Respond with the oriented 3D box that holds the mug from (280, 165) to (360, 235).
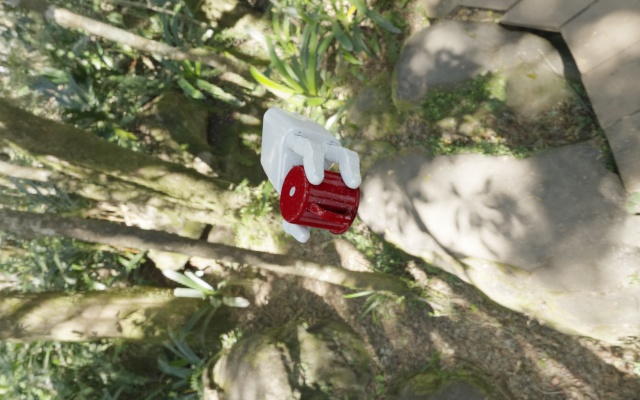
[{"bbox_3d":[0.000,0.003,0.651,0.081,0.093,0.117,11,21,-29],"label":"mug"}]
